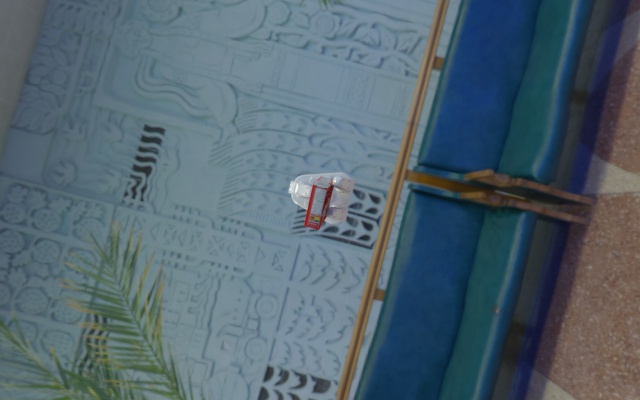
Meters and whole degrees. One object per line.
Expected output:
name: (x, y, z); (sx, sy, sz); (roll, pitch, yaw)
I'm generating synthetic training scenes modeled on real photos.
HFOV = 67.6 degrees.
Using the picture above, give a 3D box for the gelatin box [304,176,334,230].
gelatin box: (0.000, 0.003, 0.814); (0.030, 0.073, 0.089); (15, 14, 6)
